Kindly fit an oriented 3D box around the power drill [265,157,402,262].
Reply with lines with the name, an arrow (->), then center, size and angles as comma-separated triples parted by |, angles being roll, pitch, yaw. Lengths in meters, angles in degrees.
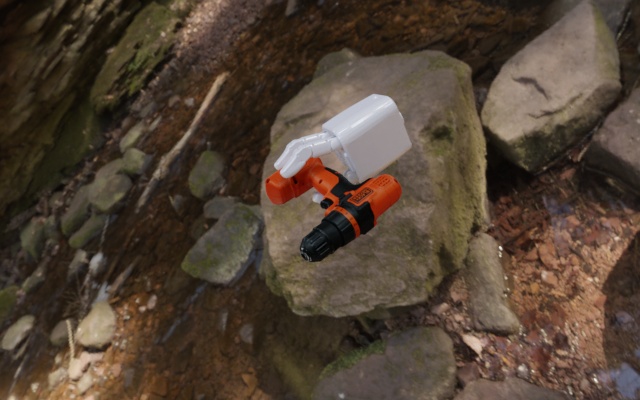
power drill -> 0.000, 0.002, 0.721 | 0.184, 0.057, 0.187 | -35, 43, -26
